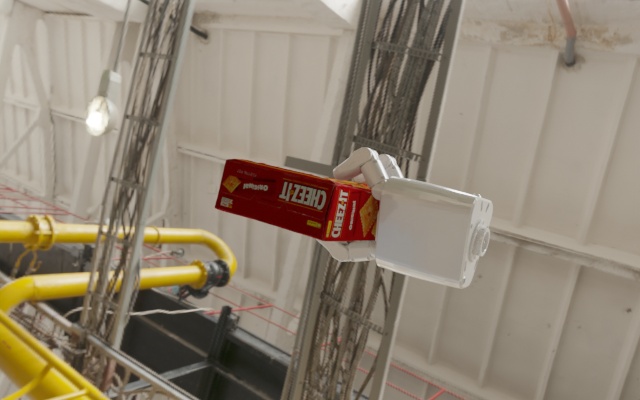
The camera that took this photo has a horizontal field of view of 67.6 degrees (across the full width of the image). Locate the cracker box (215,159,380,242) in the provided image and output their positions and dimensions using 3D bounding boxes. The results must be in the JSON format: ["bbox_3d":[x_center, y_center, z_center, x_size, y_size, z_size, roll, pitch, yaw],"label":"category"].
[{"bbox_3d":[0.000,0.002,0.623,0.164,0.072,0.214,13,3,32],"label":"cracker box"}]
